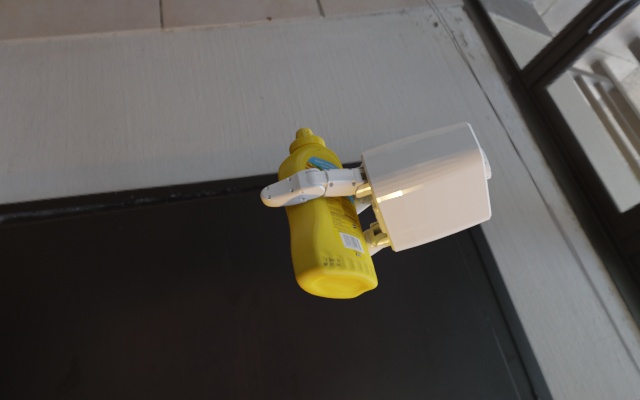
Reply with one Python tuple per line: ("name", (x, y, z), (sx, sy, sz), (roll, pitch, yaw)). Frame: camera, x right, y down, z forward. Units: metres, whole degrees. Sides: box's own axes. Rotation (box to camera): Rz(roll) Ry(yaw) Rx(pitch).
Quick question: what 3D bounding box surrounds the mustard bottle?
("mustard bottle", (0.000, 0.002, 0.499), (0.058, 0.191, 0.096), (-32, -35, 30))
